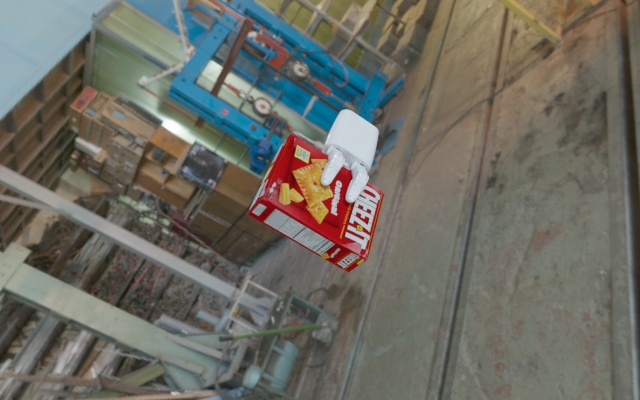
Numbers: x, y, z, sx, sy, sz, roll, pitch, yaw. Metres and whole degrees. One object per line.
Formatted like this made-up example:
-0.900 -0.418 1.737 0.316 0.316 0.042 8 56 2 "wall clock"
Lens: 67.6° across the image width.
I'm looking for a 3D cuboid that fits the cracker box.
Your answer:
0.000 0.003 0.854 0.214 0.164 0.072 31 -40 -14 "cracker box"
